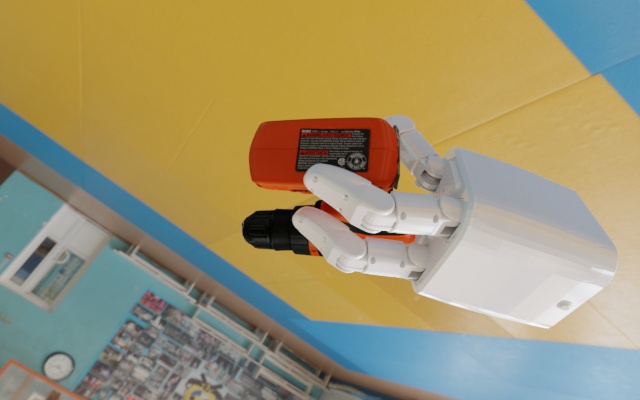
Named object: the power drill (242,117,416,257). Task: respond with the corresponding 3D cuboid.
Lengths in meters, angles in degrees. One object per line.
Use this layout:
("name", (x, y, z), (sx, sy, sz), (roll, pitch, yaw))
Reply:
("power drill", (0.000, 0.001, 0.414), (0.184, 0.057, 0.188), (-1, -23, 9))
